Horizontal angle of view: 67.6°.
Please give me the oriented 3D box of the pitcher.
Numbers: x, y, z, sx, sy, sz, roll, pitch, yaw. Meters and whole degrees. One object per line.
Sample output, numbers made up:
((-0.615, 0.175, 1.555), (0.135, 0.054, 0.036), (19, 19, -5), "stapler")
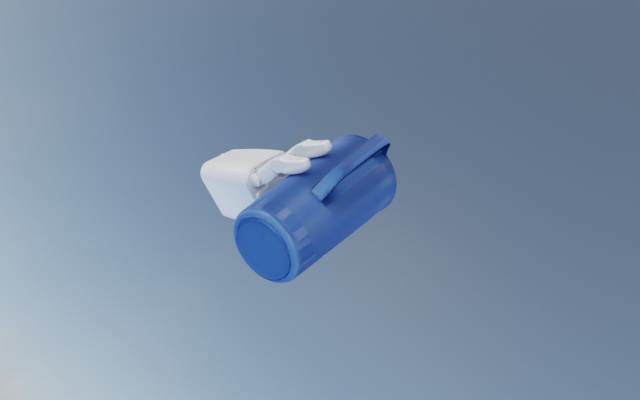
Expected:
((0.000, 0.002, 0.667), (0.145, 0.149, 0.242), (8, 31, 36), "pitcher")
